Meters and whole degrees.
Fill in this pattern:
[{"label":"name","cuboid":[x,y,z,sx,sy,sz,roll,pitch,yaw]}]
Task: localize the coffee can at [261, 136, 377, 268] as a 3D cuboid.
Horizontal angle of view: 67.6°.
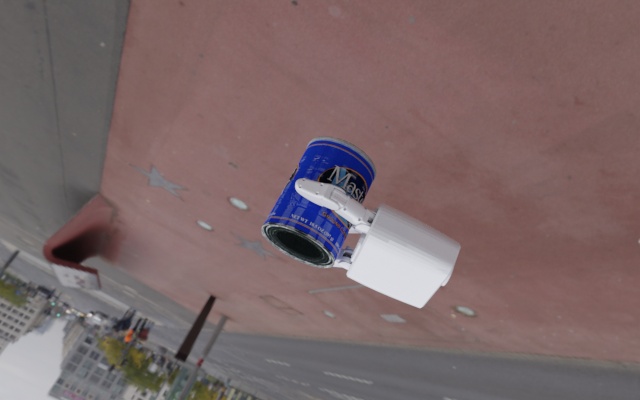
[{"label":"coffee can","cuboid":[0.000,0.002,0.625,0.103,0.140,0.103,22,-25,11]}]
